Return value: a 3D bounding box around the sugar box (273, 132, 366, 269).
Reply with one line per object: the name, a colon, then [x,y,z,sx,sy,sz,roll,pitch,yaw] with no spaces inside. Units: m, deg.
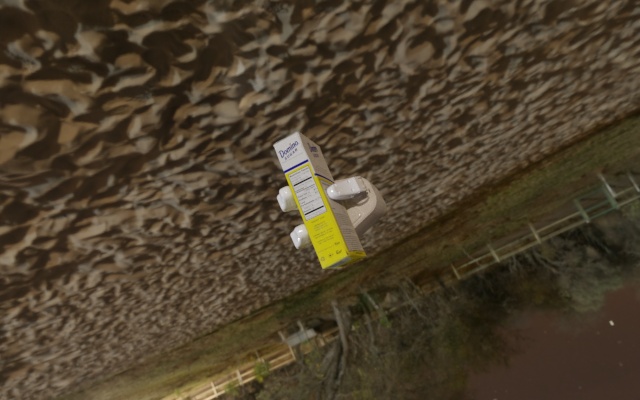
sugar box: [0.000,0.002,0.641,0.048,0.176,0.093,-28,-15,13]
